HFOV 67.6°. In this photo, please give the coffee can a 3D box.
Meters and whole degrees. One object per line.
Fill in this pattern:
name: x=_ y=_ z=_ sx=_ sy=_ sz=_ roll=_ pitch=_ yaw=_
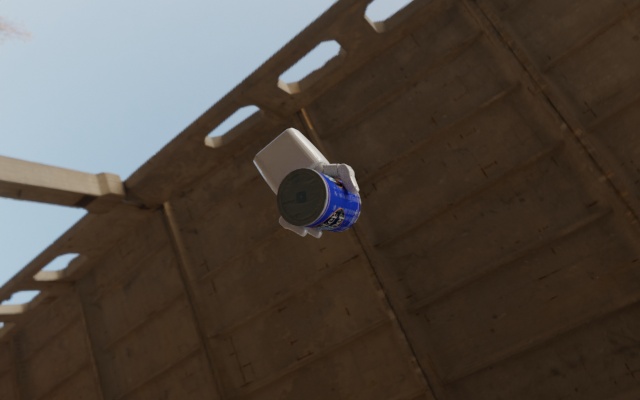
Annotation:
coffee can: x=0.000 y=0.003 z=0.885 sx=0.103 sy=0.103 sz=0.140 roll=0 pitch=-8 yaw=30
